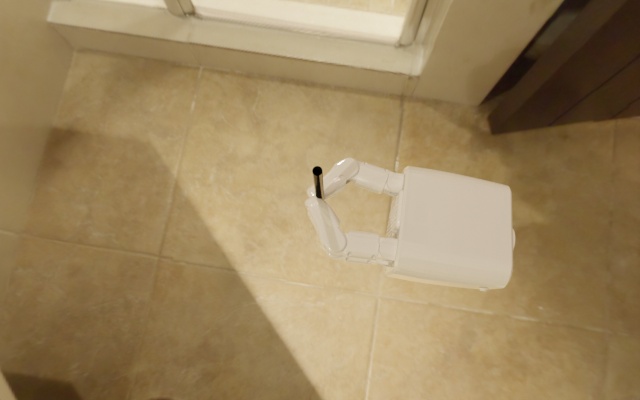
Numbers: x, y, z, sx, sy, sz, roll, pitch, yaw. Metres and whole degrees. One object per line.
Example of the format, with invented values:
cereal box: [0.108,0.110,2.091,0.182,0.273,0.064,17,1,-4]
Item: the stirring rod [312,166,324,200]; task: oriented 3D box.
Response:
stirring rod: [0.000,0.002,0.487,0.011,0.011,0.239,0,-12,1]
